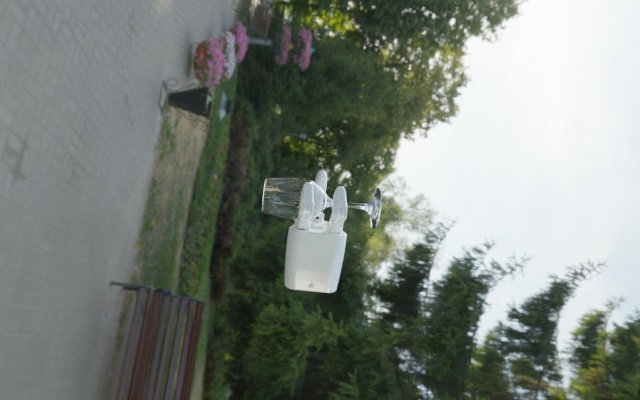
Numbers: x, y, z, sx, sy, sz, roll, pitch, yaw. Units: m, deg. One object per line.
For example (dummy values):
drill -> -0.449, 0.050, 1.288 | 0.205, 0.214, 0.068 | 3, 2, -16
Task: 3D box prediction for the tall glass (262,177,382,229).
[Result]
tall glass -> 0.001, 0.003, 0.835 | 0.201, 0.079, 0.079 | 7, -1, -5
